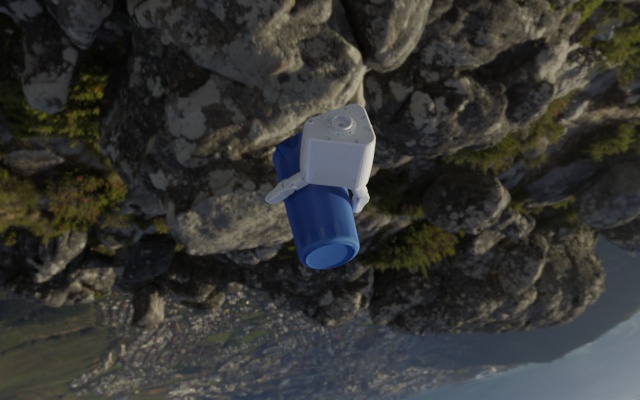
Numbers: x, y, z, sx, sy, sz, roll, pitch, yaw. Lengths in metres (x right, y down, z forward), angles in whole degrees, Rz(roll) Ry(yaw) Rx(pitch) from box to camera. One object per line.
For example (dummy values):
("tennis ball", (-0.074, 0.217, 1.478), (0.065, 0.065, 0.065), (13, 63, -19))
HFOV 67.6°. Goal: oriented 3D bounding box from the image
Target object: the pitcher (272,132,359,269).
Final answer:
("pitcher", (0.000, 0.003, 0.895), (0.149, 0.242, 0.145), (-6, -35, -12))
